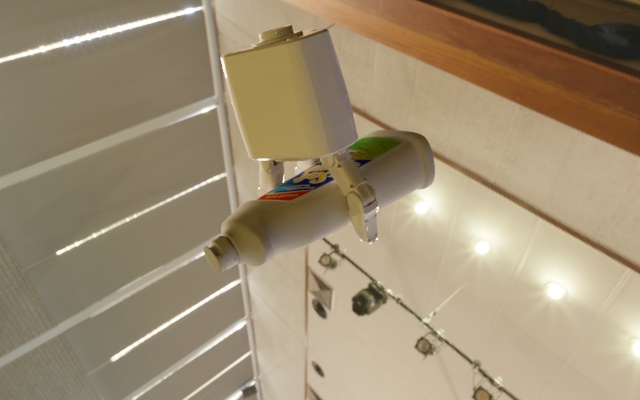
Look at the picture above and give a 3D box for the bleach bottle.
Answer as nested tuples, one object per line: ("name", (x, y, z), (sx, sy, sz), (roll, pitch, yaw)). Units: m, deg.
("bleach bottle", (0.000, 0.002, 0.490), (0.250, 0.068, 0.102), (-30, 27, -31))
